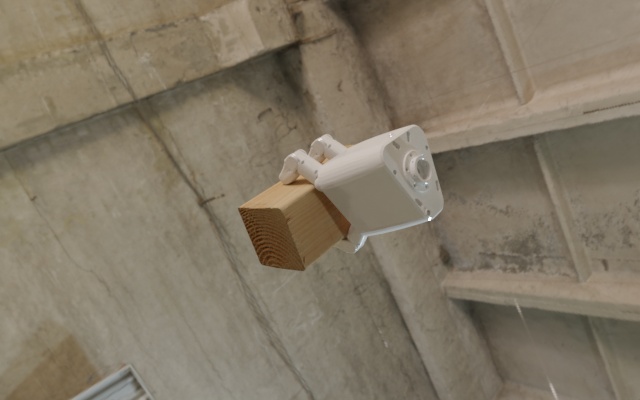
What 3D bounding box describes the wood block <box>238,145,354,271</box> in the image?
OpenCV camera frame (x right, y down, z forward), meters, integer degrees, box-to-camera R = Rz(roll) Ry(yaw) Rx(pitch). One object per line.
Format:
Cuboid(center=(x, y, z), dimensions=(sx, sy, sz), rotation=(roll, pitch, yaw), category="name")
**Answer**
Cuboid(center=(0.001, 0.002, 0.666), dimensions=(0.090, 0.091, 0.206), rotation=(0, 26, 45), category="wood block")
